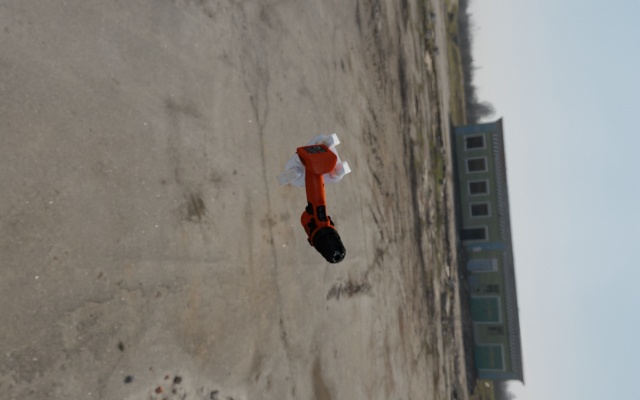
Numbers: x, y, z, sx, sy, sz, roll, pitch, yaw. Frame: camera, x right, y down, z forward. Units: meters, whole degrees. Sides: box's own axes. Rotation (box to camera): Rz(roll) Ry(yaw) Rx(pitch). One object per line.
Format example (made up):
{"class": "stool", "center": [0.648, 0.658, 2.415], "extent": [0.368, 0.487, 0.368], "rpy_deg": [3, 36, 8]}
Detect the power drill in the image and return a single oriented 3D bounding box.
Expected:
{"class": "power drill", "center": [0.000, 0.002, 0.866], "extent": [0.057, 0.188, 0.184], "rpy_deg": [-8, 23, -16]}
